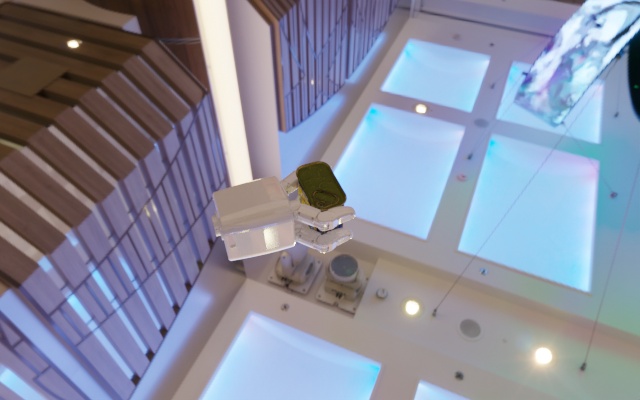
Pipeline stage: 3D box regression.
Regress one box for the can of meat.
[{"bbox_3d":[0.000,0.003,0.769,0.057,0.102,0.084,-16,-40,-15],"label":"can of meat"}]
